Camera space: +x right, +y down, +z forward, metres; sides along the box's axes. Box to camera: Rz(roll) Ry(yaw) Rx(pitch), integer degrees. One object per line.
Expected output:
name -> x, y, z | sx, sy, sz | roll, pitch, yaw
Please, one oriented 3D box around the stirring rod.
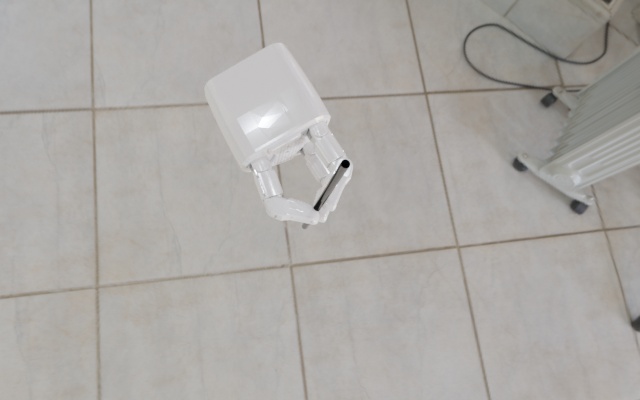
stirring rod -> 0.000, 0.002, 0.507 | 0.011, 0.011, 0.239 | 0, -15, -10
